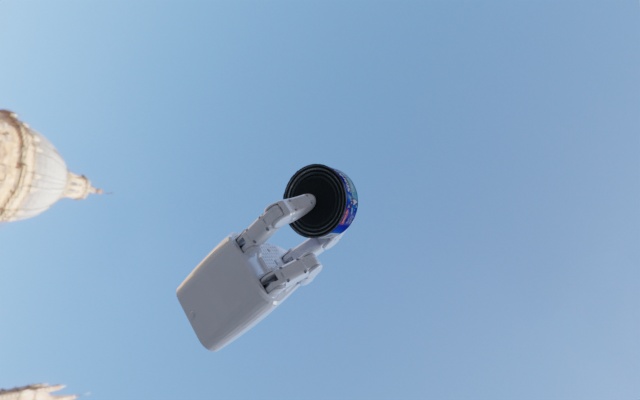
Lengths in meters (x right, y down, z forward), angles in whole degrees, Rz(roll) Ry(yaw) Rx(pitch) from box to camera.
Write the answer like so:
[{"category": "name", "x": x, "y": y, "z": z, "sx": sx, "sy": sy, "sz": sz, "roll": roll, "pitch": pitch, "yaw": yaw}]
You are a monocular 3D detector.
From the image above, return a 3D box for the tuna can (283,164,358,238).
[{"category": "tuna can", "x": 0.000, "y": 0.002, "z": 0.558, "sx": 0.086, "sy": 0.086, "sz": 0.034, "roll": 0, "pitch": -5, "yaw": 32}]
